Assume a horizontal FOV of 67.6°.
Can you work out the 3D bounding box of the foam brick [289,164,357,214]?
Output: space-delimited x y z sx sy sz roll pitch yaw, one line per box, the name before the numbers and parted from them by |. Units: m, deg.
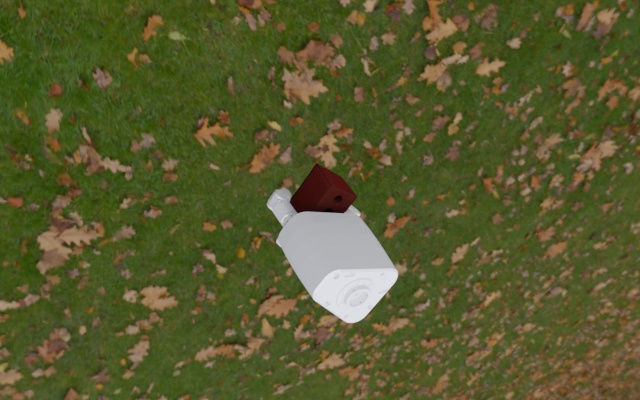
foam brick | 0.000 0.002 0.640 0.053 0.078 0.051 22 22 -40
